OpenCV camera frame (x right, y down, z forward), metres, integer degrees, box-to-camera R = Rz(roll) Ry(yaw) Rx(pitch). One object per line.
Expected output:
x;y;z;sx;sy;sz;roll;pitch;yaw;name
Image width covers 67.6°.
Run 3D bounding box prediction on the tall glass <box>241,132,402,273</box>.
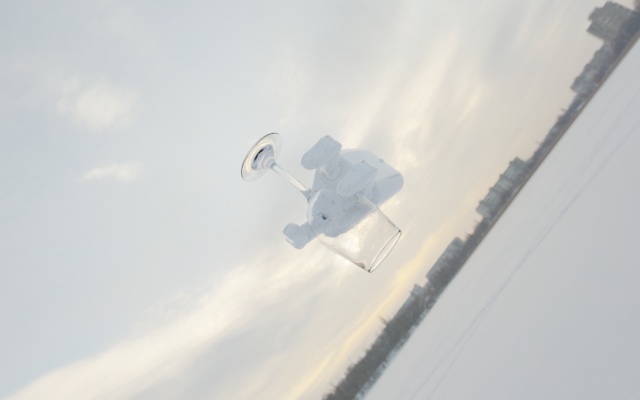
-0.001;0.002;0.580;0.201;0.079;0.079;38;13;18;tall glass
